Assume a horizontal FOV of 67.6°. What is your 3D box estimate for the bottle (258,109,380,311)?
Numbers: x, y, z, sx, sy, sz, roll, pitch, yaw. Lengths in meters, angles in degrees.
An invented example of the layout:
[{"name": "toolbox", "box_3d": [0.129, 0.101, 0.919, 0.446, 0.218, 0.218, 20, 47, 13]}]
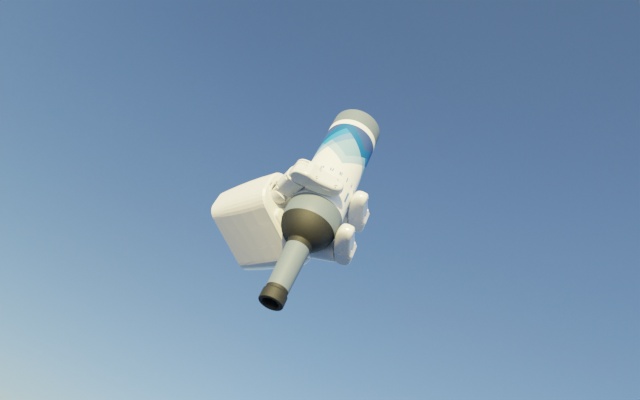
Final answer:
[{"name": "bottle", "box_3d": [0.000, 0.002, 0.572, 0.069, 0.069, 0.295, 0, 44, 28]}]
